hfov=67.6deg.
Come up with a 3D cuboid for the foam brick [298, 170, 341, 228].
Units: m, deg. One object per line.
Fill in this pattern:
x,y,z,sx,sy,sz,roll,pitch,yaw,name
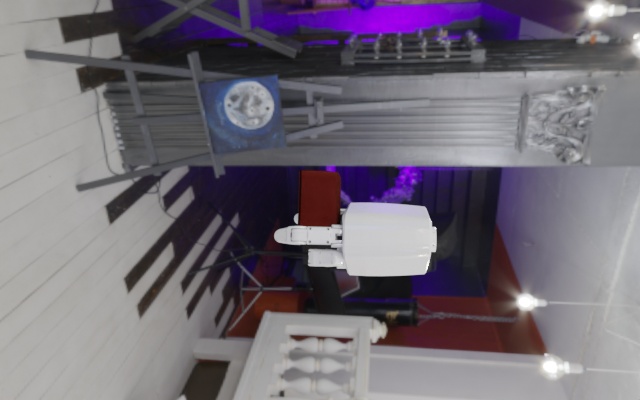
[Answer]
0.000,0.002,0.637,0.051,0.078,0.053,0,-7,8,foam brick
